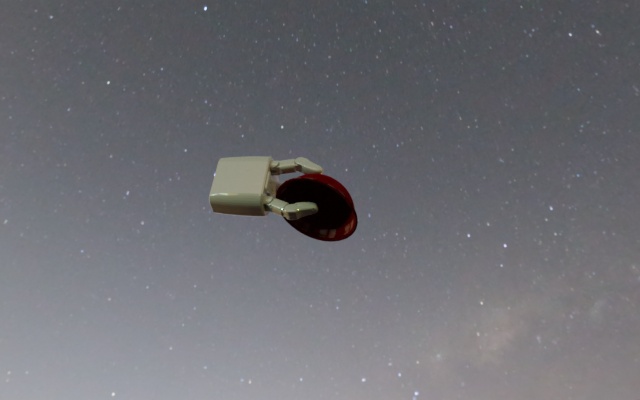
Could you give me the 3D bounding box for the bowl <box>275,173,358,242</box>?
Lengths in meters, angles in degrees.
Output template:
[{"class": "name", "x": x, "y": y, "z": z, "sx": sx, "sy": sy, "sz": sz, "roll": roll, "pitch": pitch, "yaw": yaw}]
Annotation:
[{"class": "bowl", "x": 0.002, "y": 0.003, "z": 0.893, "sx": 0.162, "sy": 0.162, "sz": 0.055, "roll": 0, "pitch": 42, "yaw": 29}]
